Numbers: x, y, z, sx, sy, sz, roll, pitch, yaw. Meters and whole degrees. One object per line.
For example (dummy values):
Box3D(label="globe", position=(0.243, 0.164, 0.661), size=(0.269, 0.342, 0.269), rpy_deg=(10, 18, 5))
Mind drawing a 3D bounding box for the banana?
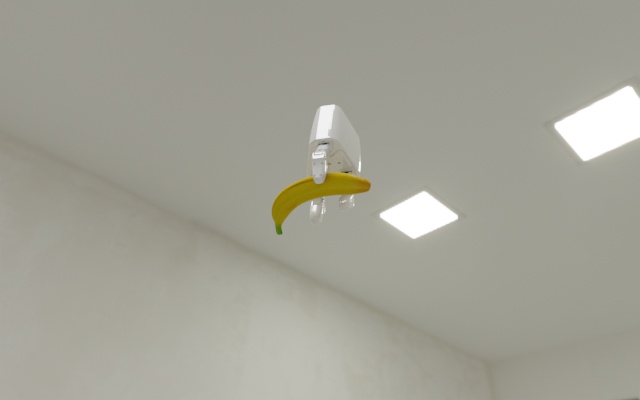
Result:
Box3D(label="banana", position=(-0.014, -0.008, 0.796), size=(0.198, 0.070, 0.037), rpy_deg=(-26, 31, 27))
